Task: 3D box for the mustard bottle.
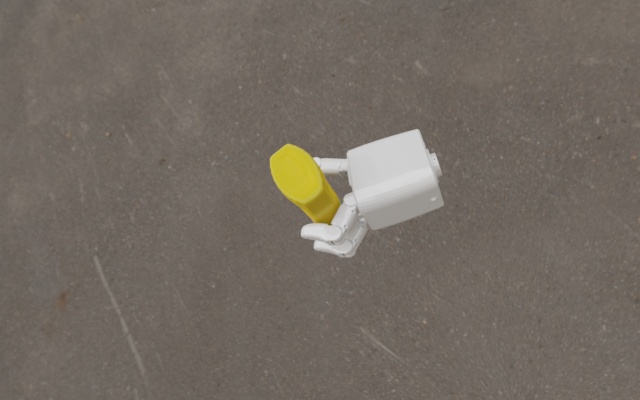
[{"bbox_3d":[0.000,0.002,0.674,0.058,0.096,0.192,-40,-32,0],"label":"mustard bottle"}]
